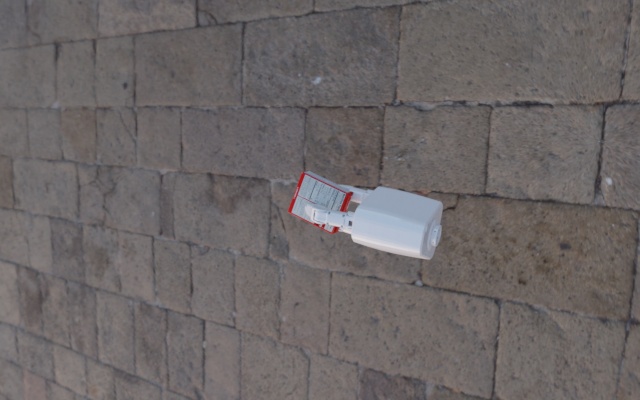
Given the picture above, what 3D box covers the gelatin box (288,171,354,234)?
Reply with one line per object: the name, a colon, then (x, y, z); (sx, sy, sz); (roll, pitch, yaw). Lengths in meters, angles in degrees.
gelatin box: (0.000, 0.002, 0.773); (0.089, 0.073, 0.030); (26, 17, 17)
